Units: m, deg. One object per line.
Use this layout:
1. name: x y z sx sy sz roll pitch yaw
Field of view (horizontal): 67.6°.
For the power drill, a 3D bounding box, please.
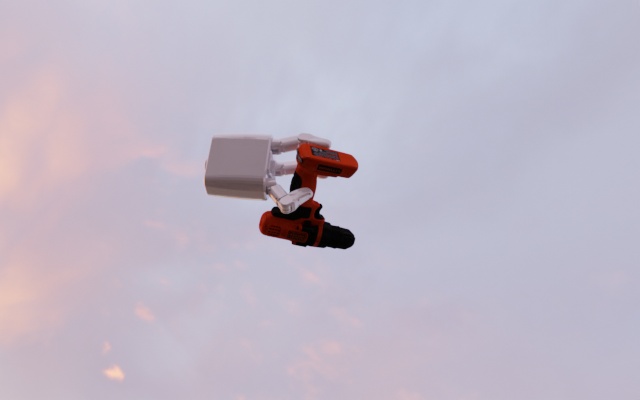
1. power drill: 0.000 0.002 0.847 0.184 0.188 0.057 12 28 -18
